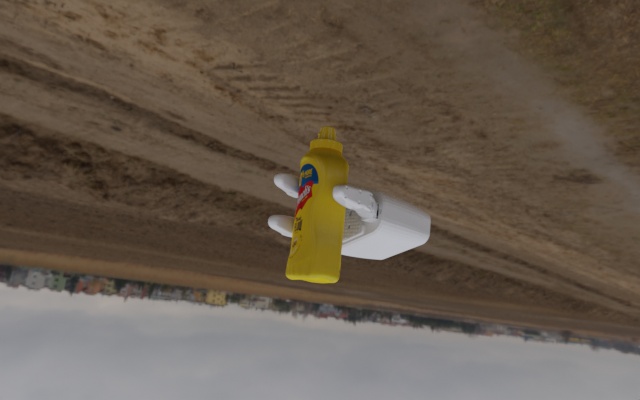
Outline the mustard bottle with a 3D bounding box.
[{"bbox_3d":[0.000,0.002,0.582,0.058,0.191,0.096,10,-13,-16],"label":"mustard bottle"}]
